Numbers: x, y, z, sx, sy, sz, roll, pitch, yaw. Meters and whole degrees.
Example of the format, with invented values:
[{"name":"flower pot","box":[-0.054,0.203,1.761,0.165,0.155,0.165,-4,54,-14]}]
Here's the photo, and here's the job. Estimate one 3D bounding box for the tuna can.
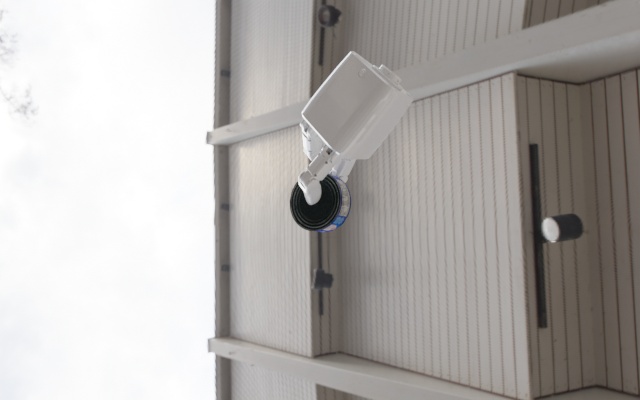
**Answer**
[{"name":"tuna can","box":[0.000,0.002,0.681,0.086,0.086,0.034,0,-7,33]}]
